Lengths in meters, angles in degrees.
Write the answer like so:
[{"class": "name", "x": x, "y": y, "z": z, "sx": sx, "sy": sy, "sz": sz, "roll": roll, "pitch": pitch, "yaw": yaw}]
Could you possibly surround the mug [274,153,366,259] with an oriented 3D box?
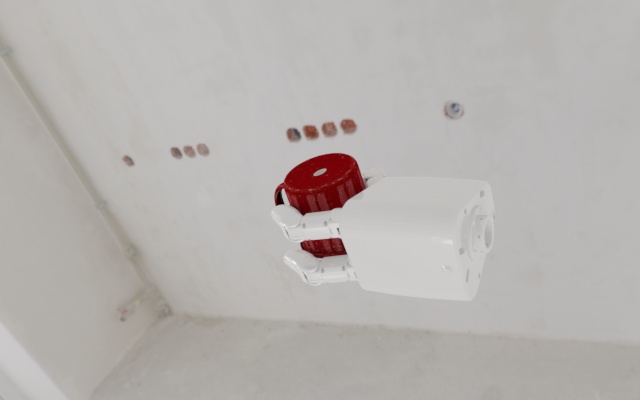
[{"class": "mug", "x": -0.001, "y": 0.001, "z": 0.518, "sx": 0.117, "sy": 0.081, "sz": 0.093, "roll": 2, "pitch": 35, "yaw": 34}]
